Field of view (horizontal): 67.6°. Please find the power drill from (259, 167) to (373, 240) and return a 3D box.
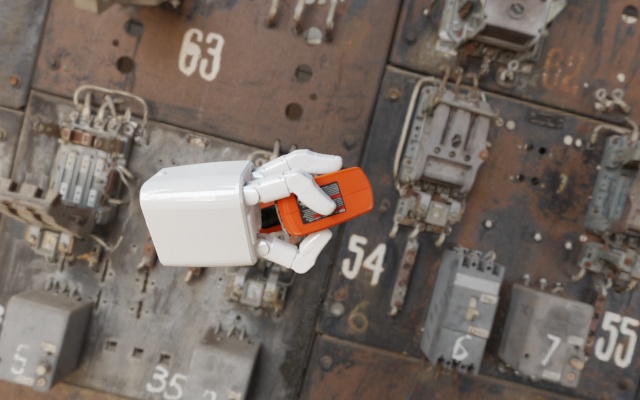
[{"bbox_3d":[0.000,0.002,0.602,0.184,0.057,0.187,-20,0,-14],"label":"power drill"}]
